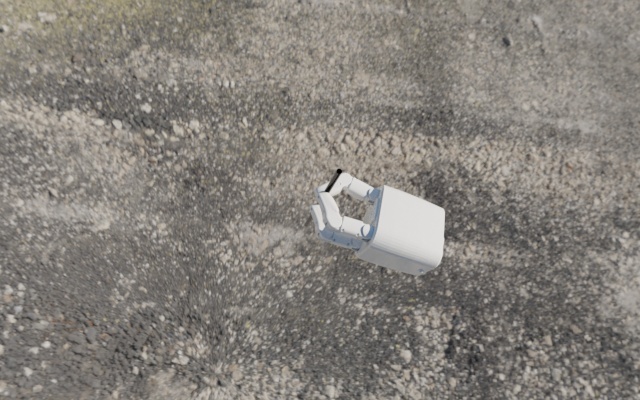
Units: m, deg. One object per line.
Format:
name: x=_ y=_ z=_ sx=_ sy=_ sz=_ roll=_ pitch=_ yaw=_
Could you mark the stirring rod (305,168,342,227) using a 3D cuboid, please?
stirring rod: x=0.000 y=0.002 z=0.731 sx=0.011 sy=0.011 sz=0.240 roll=0 pitch=-20 yaw=-12
